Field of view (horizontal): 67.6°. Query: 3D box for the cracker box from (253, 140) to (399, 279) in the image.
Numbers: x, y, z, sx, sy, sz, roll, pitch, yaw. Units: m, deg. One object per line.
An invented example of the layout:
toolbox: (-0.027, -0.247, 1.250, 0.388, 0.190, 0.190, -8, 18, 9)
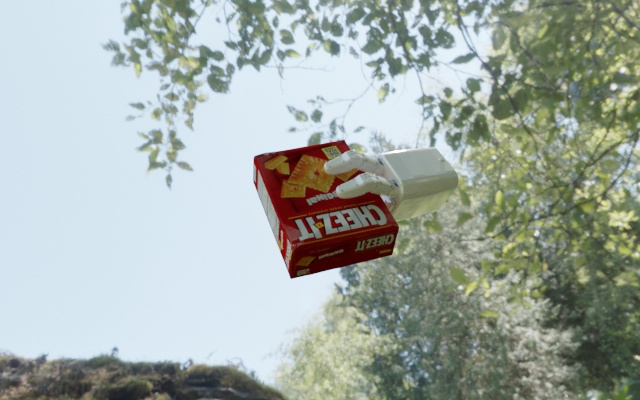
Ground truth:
cracker box: (0.000, 0.002, 0.740, 0.164, 0.072, 0.213, -11, 46, -17)
